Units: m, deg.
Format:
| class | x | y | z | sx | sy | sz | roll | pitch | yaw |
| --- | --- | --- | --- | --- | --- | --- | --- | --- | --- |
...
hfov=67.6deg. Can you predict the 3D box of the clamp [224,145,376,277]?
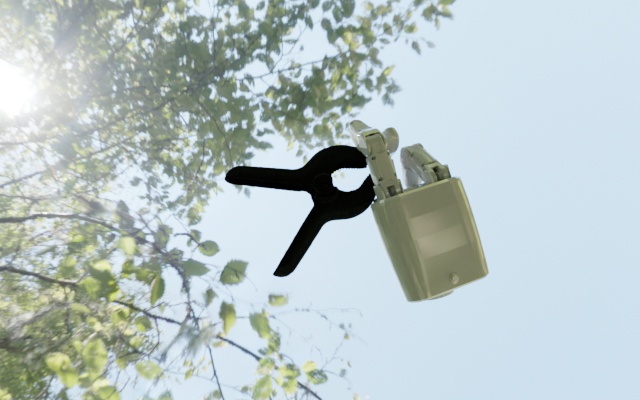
| class | x | y | z | sx | sy | sz | roll | pitch | yaw |
| --- | --- | --- | --- | --- | --- | --- | --- | --- | --- |
| clamp | 0.000 | 0.002 | 0.490 | 0.171 | 0.120 | 0.039 | -17 | -4 | -12 |
